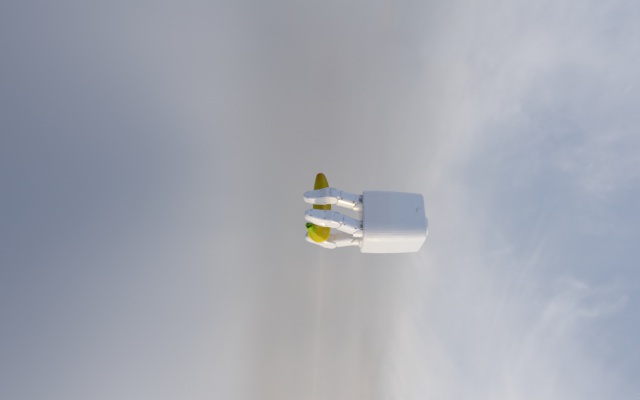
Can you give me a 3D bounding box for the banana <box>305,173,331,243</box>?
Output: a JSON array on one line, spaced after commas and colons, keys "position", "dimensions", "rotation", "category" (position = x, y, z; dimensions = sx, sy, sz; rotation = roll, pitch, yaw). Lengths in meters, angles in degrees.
[{"position": [0.001, 0.021, 0.868], "dimensions": [0.037, 0.070, 0.197], "rotation": [-1, 29, 4], "category": "banana"}]
